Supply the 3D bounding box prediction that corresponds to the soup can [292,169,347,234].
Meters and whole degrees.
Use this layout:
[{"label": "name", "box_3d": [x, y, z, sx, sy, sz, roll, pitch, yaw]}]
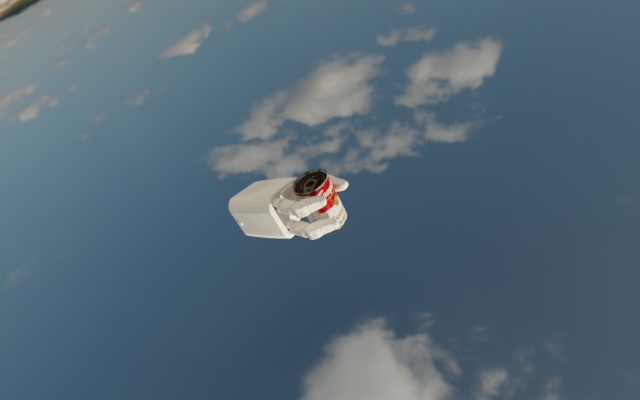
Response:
[{"label": "soup can", "box_3d": [0.001, 0.003, 0.867, 0.068, 0.102, 0.068, -18, 35, 14]}]
